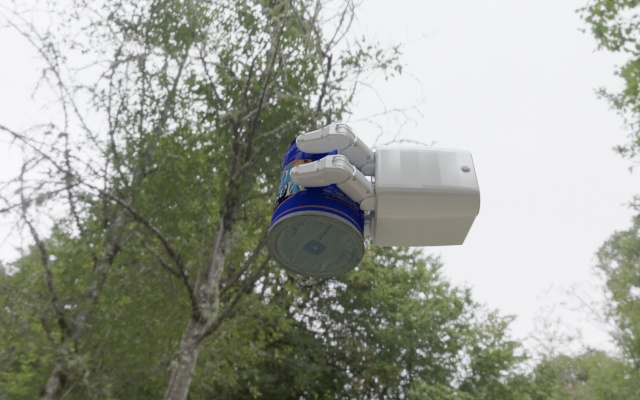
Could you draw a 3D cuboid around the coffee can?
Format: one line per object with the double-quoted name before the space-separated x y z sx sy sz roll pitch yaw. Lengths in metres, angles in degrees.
"coffee can" 0.000 0.002 0.544 0.103 0.103 0.140 3 45 3
